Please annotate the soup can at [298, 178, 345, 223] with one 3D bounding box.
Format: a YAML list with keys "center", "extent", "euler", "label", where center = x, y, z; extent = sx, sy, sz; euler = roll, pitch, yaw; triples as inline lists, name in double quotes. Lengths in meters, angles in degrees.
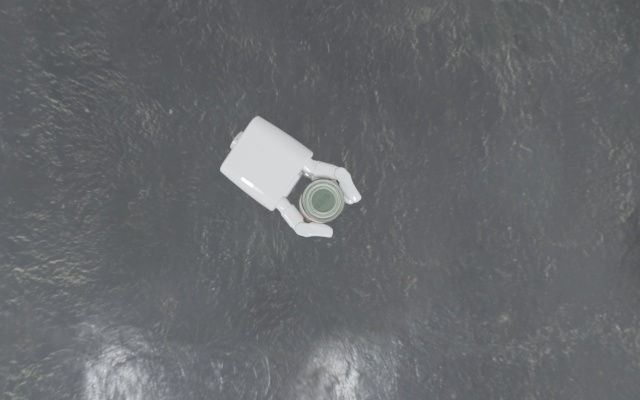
- center: [0.000, 0.003, 0.767]
  extent: [0.068, 0.068, 0.102]
  euler: [0, -4, -5]
  label: "soup can"
